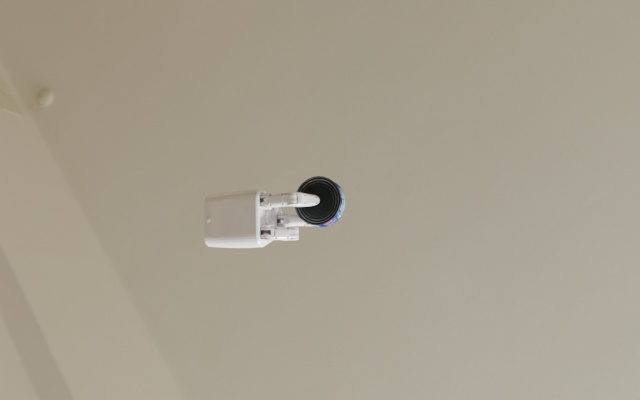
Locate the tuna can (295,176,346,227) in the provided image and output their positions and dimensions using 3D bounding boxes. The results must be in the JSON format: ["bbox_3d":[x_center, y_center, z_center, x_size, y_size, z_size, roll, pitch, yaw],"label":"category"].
[{"bbox_3d":[0.000,0.003,0.830,0.086,0.086,0.034,0,-9,21],"label":"tuna can"}]
